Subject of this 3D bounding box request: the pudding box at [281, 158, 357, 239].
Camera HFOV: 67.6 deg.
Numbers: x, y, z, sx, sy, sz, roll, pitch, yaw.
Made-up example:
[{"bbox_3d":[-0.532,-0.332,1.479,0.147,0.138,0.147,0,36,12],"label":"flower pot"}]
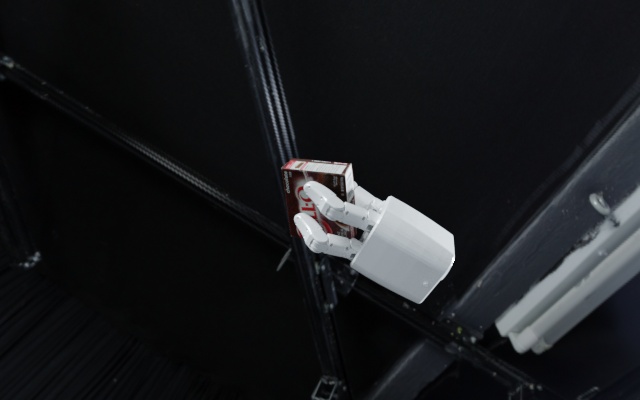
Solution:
[{"bbox_3d":[0.000,0.002,0.647,0.090,0.113,0.039,6,30,20],"label":"pudding box"}]
